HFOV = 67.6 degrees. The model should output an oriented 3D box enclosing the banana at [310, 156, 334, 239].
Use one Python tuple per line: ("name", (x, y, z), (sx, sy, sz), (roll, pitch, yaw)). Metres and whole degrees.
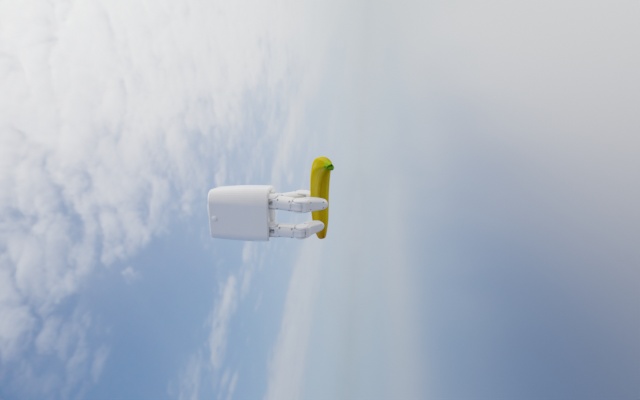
("banana", (0.000, -0.013, 0.867), (0.037, 0.069, 0.198), (0, -42, -3))
